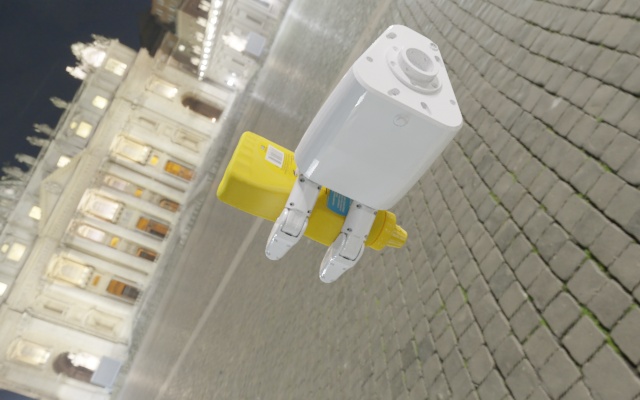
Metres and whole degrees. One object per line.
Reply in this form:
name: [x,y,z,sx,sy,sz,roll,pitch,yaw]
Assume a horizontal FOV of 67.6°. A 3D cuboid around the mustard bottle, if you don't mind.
mustard bottle: [0.000,0.002,0.471,0.191,0.058,0.096,24,26,-12]
